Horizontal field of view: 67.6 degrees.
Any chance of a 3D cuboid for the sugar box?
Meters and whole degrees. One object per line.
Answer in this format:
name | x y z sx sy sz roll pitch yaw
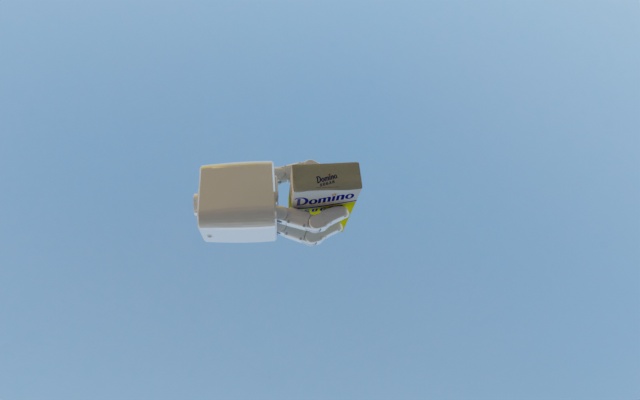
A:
sugar box | 0.000 0.003 0.701 0.093 0.048 0.176 -3 -20 -7
